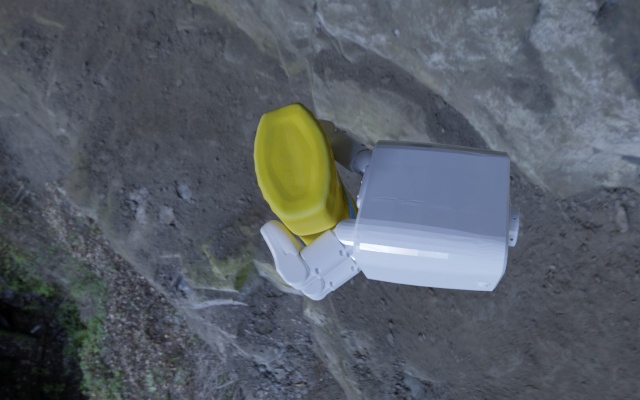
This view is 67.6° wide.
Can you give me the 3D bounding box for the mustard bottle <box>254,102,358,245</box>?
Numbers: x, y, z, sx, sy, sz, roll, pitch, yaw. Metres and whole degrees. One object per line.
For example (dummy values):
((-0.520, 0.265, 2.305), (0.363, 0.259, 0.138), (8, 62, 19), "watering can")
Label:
((0.000, 0.001, 0.427), (0.058, 0.096, 0.192), (-18, -23, 7), "mustard bottle")
